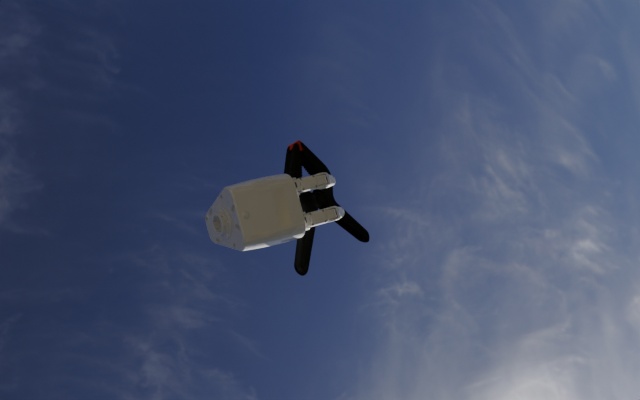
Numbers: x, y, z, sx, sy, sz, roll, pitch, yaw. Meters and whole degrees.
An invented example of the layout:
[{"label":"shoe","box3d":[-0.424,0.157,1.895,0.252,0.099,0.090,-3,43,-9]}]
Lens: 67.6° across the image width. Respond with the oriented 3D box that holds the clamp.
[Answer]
[{"label":"clamp","box3d":[-0.001,0.002,0.790,0.164,0.210,0.036,-13,-4,-41]}]
